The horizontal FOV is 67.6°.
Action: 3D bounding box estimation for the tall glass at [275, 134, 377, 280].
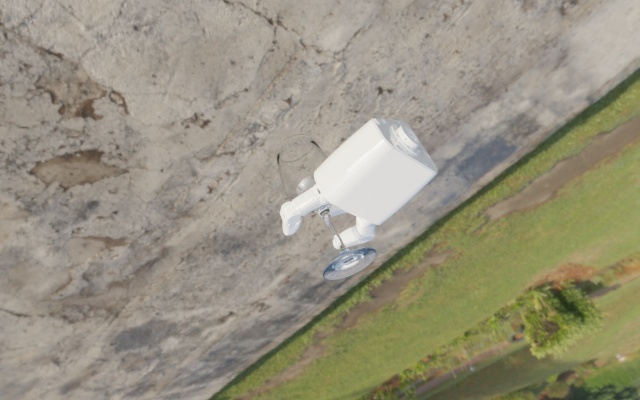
[{"bbox_3d":[0.000,0.003,0.650,0.079,0.201,0.079,-19,-30,-12],"label":"tall glass"}]
